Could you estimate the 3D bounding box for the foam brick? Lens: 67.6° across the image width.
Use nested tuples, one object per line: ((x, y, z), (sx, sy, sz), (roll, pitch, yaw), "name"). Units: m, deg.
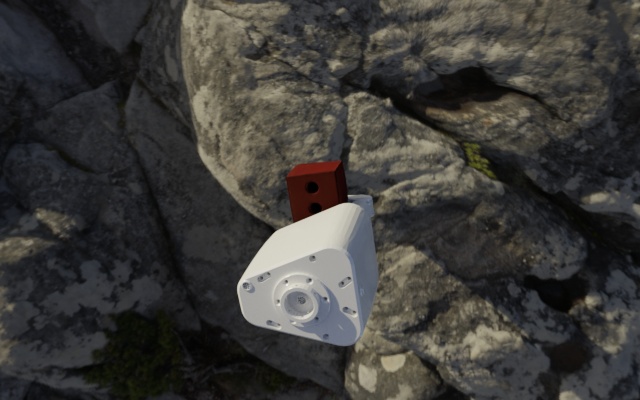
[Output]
((0.000, 0.001, 0.506), (0.053, 0.078, 0.051), (-6, 15, 14), "foam brick")
